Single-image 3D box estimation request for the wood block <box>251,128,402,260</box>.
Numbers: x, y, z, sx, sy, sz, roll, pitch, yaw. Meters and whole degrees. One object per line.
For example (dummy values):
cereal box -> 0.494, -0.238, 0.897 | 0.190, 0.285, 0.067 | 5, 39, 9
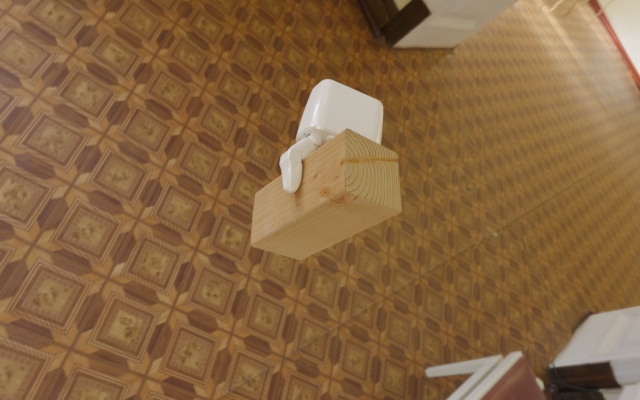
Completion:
wood block -> 0.000, 0.002, 0.640 | 0.091, 0.090, 0.206 | 21, -34, -32
